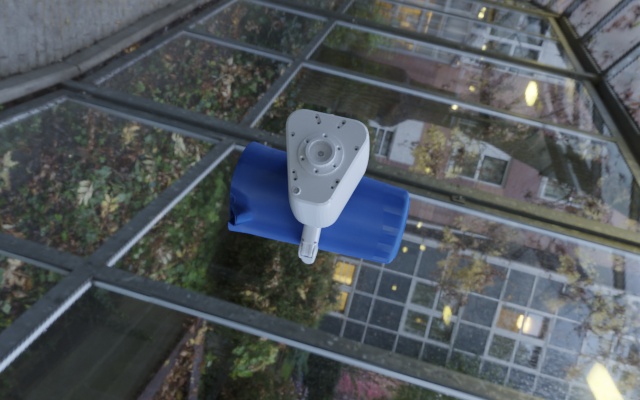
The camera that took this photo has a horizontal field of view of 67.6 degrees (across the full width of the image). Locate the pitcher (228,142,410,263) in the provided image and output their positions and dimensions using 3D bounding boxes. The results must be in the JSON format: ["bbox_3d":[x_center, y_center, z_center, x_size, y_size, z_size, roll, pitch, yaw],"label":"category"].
[{"bbox_3d":[0.000,0.002,0.691,0.243,0.149,0.145,15,-13,5],"label":"pitcher"}]
